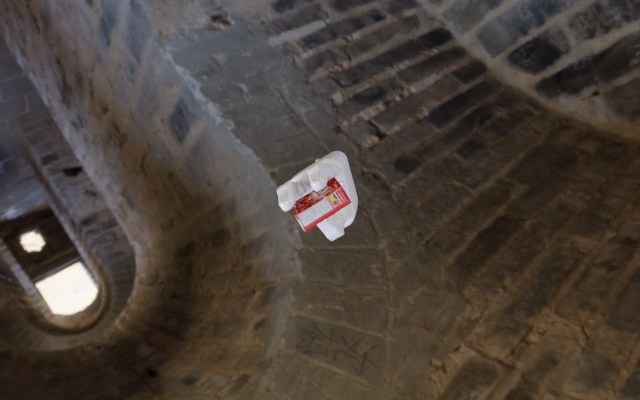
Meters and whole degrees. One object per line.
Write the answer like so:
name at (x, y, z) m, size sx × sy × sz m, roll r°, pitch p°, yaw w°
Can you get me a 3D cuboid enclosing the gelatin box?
gelatin box at (0.000, 0.003, 0.661) m, size 0.073 × 0.030 × 0.089 m, roll -32°, pitch 12°, yaw 3°
